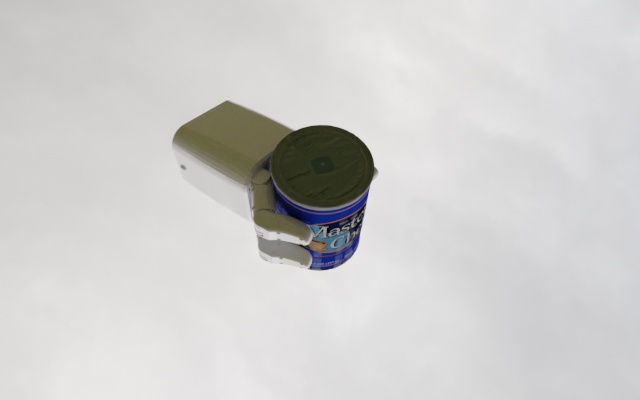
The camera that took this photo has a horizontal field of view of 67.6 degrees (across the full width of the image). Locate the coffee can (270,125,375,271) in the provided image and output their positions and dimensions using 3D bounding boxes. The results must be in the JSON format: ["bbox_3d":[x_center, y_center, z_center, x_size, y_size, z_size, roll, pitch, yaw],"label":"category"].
[{"bbox_3d":[0.000,0.002,0.526,0.103,0.102,0.140,0,-33,-2],"label":"coffee can"}]
